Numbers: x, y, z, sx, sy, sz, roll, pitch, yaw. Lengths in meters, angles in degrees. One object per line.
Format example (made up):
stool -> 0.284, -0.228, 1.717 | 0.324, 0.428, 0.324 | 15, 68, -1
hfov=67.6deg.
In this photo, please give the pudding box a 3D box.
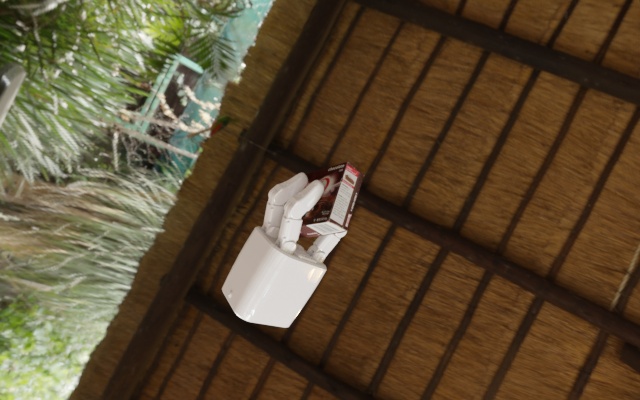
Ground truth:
pudding box -> 0.000, 0.002, 0.655 | 0.039, 0.090, 0.113 | 33, -27, -33
